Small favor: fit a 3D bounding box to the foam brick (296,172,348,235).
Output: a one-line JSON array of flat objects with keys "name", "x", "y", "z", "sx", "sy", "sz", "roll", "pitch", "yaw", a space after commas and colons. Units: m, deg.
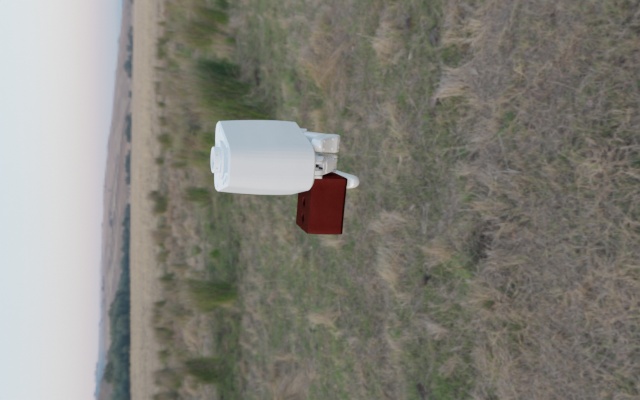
[{"name": "foam brick", "x": 0.000, "y": 0.002, "z": 0.644, "sx": 0.051, "sy": 0.078, "sz": 0.053, "roll": -1, "pitch": 14, "yaw": -22}]
